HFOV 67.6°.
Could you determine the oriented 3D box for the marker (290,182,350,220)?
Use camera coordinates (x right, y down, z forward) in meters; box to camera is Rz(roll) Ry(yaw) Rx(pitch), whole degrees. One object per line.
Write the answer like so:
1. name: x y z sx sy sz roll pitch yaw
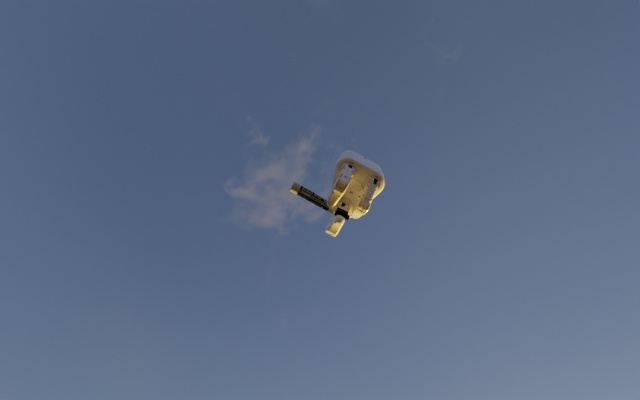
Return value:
1. marker: 0.000 0.003 0.879 0.121 0.020 0.020 29 -2 -4
